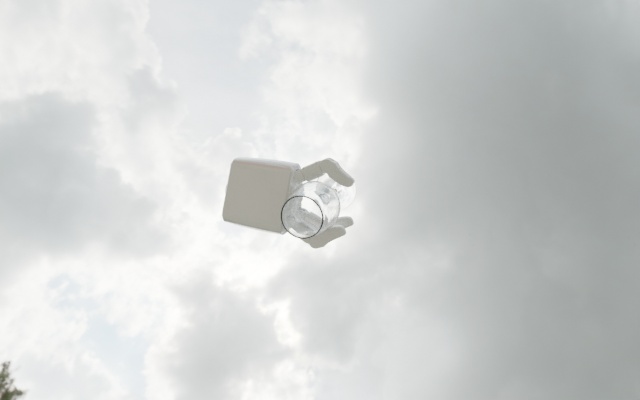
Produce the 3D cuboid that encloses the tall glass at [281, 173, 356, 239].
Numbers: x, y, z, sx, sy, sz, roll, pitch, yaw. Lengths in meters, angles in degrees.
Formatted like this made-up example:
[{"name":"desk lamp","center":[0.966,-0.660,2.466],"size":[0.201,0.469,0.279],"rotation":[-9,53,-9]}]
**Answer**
[{"name":"tall glass","center":[0.000,0.002,0.746],"size":[0.079,0.079,0.201],"rotation":[0,12,15]}]
